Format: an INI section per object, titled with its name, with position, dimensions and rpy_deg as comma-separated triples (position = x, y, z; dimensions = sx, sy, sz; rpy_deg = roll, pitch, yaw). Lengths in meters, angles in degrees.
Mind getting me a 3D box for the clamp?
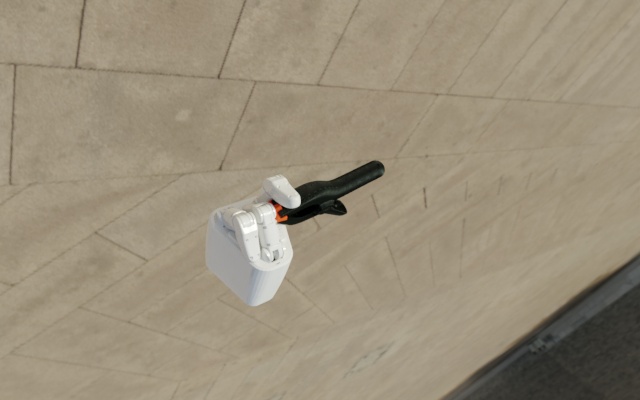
[clamp]
position = 0.000, 0.003, 0.650
dimensions = 0.171, 0.039, 0.120
rpy_deg = -17, -29, -30
